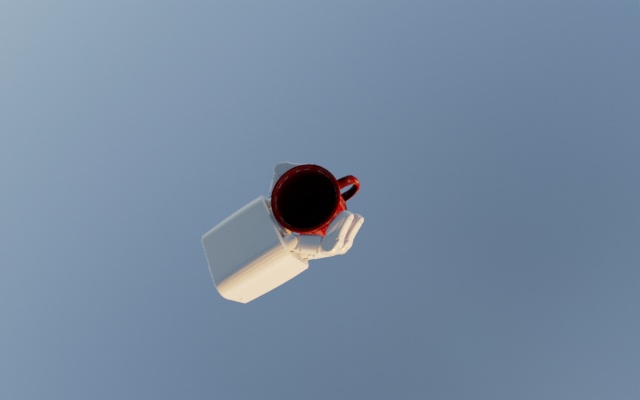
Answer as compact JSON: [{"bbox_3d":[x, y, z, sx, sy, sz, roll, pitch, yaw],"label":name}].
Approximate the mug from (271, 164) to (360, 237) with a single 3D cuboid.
[{"bbox_3d":[0.001,0.001,0.646,0.117,0.093,0.081,-31,-22,4],"label":"mug"}]
